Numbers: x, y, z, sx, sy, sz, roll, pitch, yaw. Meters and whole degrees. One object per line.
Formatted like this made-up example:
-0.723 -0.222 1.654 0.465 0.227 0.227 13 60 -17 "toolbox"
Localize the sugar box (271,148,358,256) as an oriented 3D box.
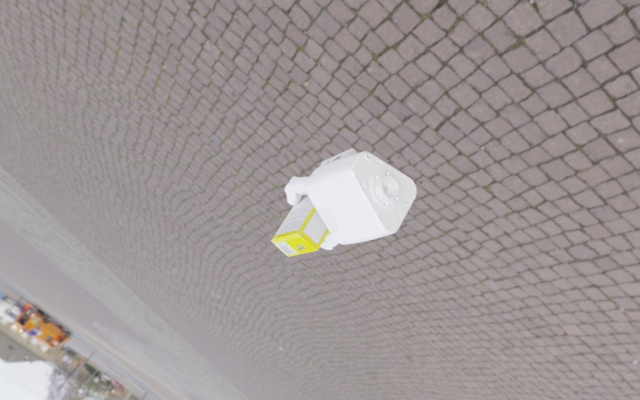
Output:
0.001 0.003 0.747 0.048 0.176 0.093 45 -30 -17 "sugar box"
